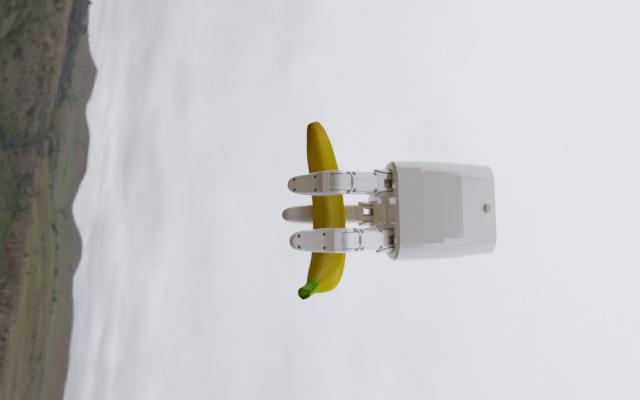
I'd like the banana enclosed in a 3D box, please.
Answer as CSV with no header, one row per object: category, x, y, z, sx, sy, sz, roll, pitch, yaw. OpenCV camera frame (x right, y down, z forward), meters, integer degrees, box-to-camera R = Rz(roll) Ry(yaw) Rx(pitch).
banana,0.005,0.013,0.500,0.037,0.197,0.070,-7,-28,13
